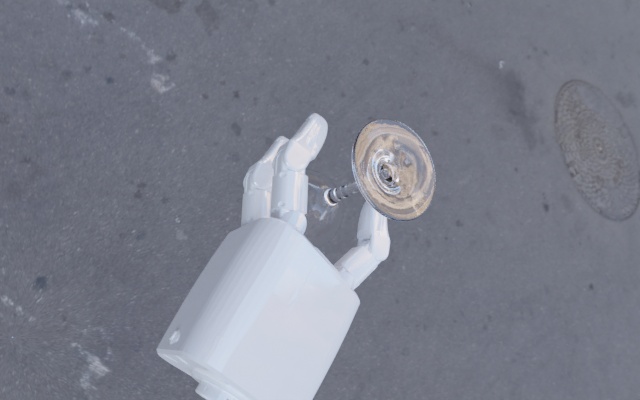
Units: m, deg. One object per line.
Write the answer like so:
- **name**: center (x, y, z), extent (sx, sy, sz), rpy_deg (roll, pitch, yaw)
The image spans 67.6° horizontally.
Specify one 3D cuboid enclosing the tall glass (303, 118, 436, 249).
- **tall glass**: center (0.001, 0.001, 0.411), extent (0.079, 0.079, 0.201), rpy_deg (0, -13, -33)
